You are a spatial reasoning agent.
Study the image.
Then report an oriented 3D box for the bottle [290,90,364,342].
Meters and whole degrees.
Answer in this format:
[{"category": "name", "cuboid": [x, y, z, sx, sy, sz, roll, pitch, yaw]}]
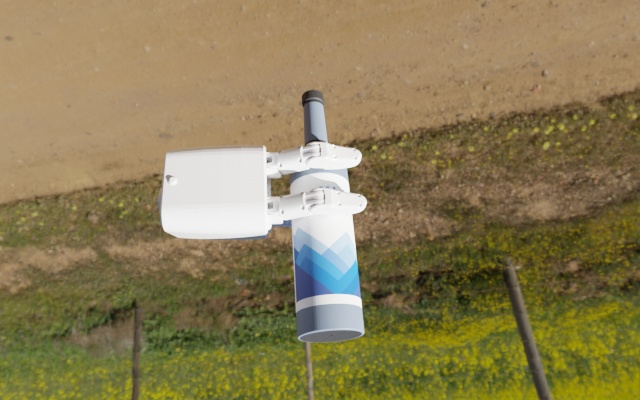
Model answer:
[{"category": "bottle", "cuboid": [0.000, 0.002, 0.533, 0.069, 0.295, 0.069, -4, -26, -2]}]
